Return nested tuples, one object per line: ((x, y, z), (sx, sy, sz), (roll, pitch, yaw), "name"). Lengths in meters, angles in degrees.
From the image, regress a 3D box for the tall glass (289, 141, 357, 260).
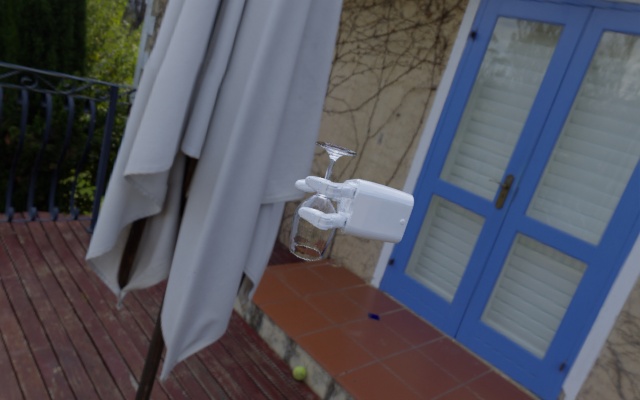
((0.000, 0.002, 0.842), (0.079, 0.201, 0.079), (16, 14, -4), "tall glass")
